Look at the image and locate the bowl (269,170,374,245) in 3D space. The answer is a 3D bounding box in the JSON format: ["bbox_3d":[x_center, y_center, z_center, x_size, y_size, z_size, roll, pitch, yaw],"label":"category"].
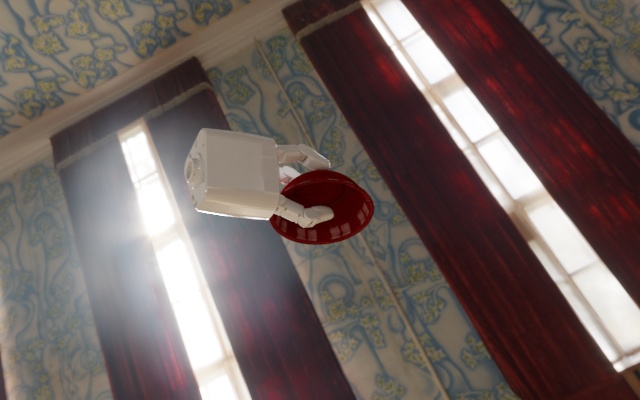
[{"bbox_3d":[0.001,0.003,0.746,0.162,0.055,0.162,-3,-40,-3],"label":"bowl"}]
